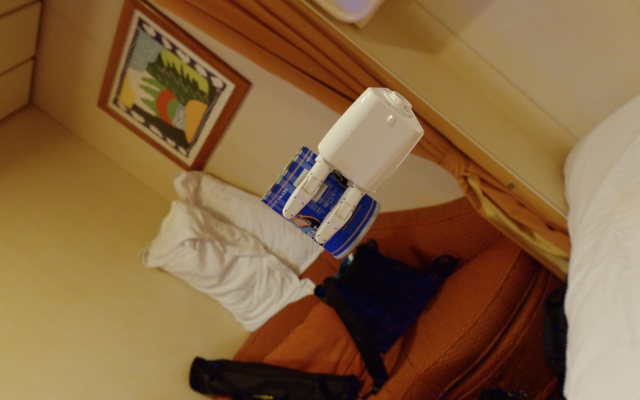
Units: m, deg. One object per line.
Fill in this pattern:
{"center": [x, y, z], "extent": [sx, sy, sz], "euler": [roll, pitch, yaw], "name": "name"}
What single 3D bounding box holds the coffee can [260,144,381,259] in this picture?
{"center": [0.000, 0.002, 0.687], "extent": [0.140, 0.103, 0.103], "euler": [37, -6, -7], "name": "coffee can"}
